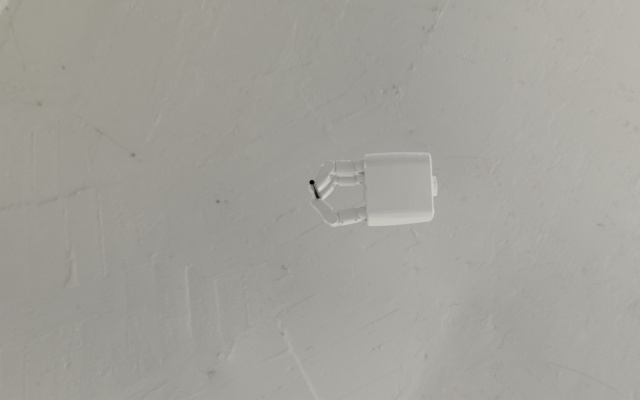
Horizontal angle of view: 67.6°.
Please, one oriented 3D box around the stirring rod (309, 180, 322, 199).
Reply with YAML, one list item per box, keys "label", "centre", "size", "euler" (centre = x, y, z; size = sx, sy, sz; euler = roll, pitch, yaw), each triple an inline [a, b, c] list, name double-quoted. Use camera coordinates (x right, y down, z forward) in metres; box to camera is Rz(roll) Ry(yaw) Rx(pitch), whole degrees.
- label: "stirring rod"
  centre: [0.000, 0.003, 0.821]
  size: [0.011, 0.011, 0.239]
  euler: [0, -14, 6]
